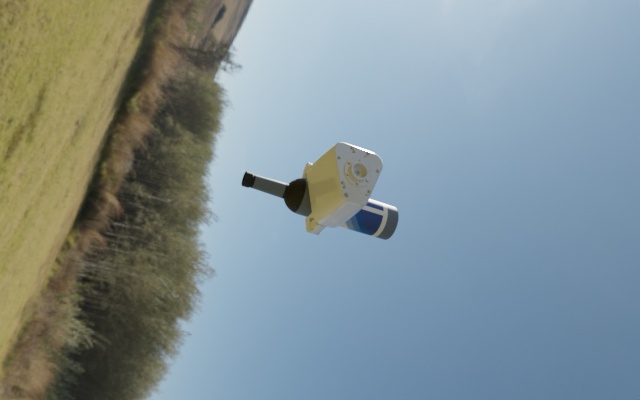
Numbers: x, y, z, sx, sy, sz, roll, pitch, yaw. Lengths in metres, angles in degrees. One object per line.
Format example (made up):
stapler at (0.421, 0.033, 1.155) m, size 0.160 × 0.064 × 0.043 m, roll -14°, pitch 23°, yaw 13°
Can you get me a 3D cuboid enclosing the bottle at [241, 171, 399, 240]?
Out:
bottle at (0.000, 0.003, 0.875) m, size 0.296 × 0.069 × 0.069 m, roll 17°, pitch -6°, yaw -19°
